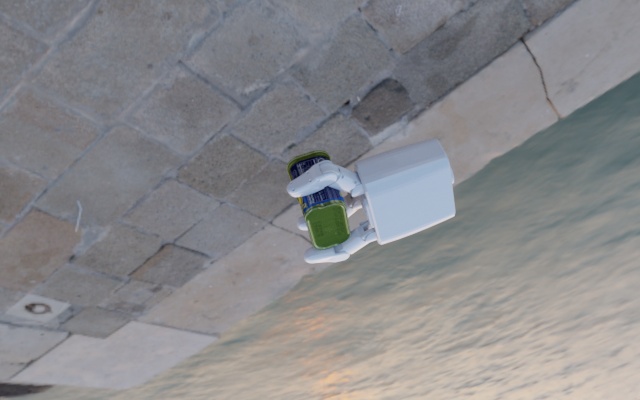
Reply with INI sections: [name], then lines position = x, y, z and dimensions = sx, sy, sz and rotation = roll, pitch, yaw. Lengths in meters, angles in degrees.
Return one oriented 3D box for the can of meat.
[can of meat]
position = 0.000, 0.002, 0.604
dimensions = 0.057, 0.084, 0.102
rotation = -18, -36, -2
